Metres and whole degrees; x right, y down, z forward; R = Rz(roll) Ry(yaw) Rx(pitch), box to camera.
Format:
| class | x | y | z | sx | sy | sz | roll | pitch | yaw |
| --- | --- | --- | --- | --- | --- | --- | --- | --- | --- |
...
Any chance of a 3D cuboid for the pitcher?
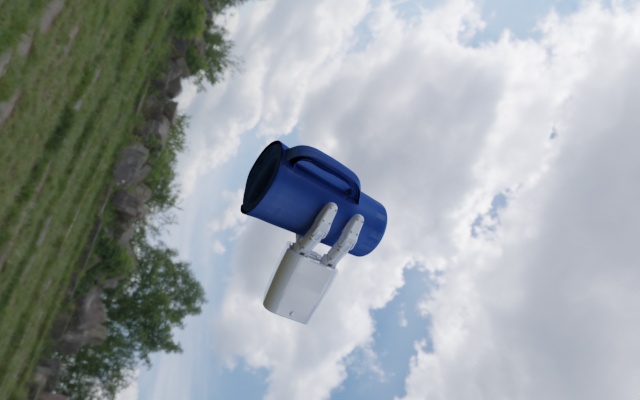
| class | x | y | z | sx | sy | sz | roll | pitch | yaw |
| --- | --- | --- | --- | --- | --- | --- | --- | --- | --- |
| pitcher | 0.000 | 0.003 | 0.815 | 0.243 | 0.145 | 0.149 | 26 | 1 | -25 |
